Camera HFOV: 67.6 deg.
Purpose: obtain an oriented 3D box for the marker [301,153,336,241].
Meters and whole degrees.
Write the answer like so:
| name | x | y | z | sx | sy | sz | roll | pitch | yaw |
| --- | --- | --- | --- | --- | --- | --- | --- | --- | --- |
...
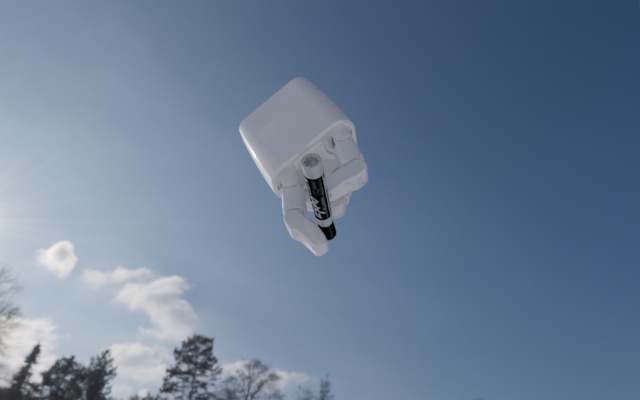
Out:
| name | x | y | z | sx | sy | sz | roll | pitch | yaw |
| --- | --- | --- | --- | --- | --- | --- | --- | --- | --- |
| marker | 0.000 | 0.002 | 0.464 | 0.020 | 0.020 | 0.121 | 0 | -37 | 10 |
